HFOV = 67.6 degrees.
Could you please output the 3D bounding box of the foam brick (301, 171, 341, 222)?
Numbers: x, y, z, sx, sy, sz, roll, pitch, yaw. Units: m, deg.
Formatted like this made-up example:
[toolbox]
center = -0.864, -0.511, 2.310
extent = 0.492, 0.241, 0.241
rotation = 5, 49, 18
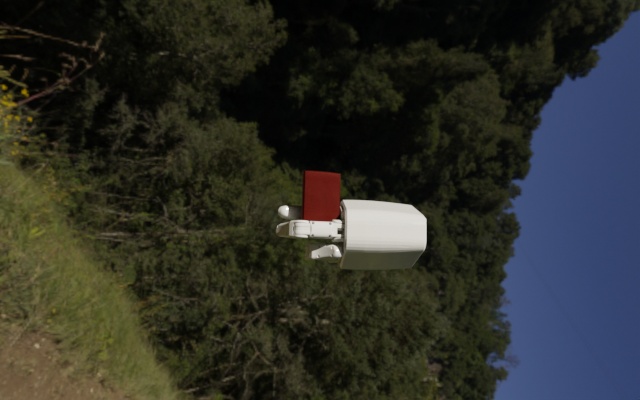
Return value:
[foam brick]
center = 0.000, 0.002, 0.658
extent = 0.051, 0.078, 0.053
rotation = 2, -7, -1
